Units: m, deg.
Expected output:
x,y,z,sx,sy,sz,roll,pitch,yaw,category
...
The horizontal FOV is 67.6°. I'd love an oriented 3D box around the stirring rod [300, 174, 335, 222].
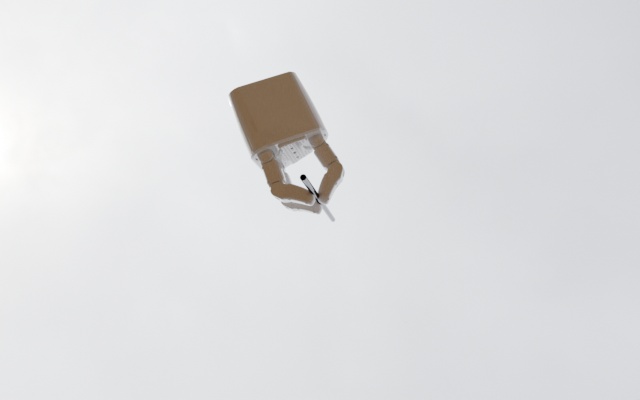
x,y,z,sx,sy,sz,roll,pitch,yaw,category
0.000,0.002,0.673,0.011,0.011,0.239,0,-14,10,stirring rod
